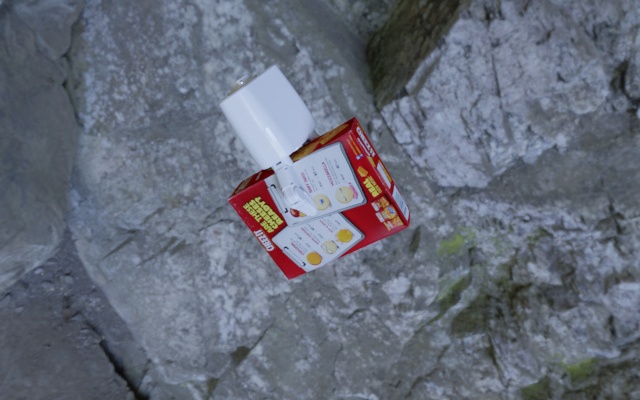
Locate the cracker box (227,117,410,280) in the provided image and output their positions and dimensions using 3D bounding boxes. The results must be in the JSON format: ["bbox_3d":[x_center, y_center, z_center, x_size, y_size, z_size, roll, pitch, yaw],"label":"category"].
[{"bbox_3d":[0.000,0.002,0.704,0.214,0.164,0.072,-27,19,23],"label":"cracker box"}]
